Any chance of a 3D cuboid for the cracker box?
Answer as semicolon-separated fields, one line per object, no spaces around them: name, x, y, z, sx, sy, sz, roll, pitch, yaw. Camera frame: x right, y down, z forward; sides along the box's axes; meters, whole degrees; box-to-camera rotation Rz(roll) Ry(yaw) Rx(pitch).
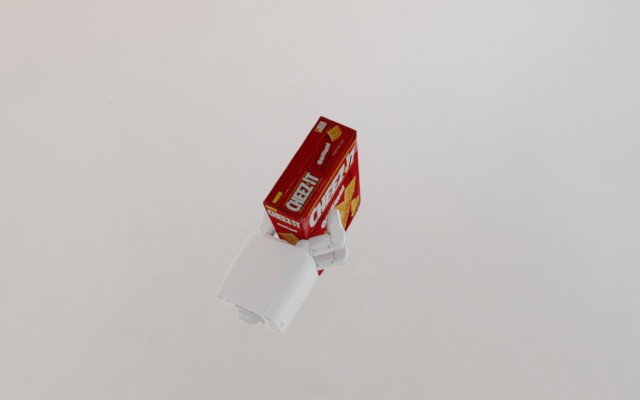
cracker box;0.000;0.002;0.747;0.072;0.164;0.214;23;-24;18
